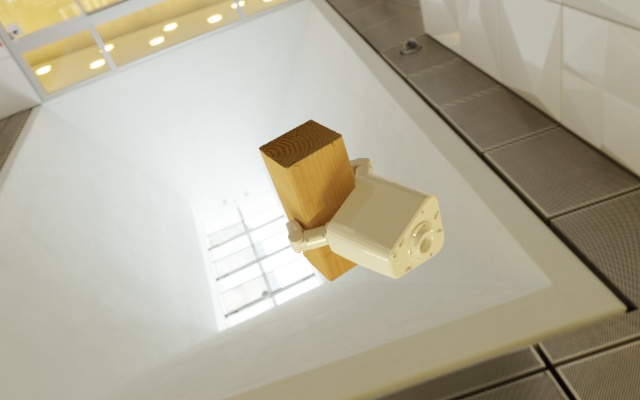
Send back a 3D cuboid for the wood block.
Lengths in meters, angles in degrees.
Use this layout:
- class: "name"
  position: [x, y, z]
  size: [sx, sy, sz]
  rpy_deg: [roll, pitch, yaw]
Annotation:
- class: "wood block"
  position: [0.000, 0.003, 0.687]
  size: [0.091, 0.206, 0.090]
  rpy_deg: [-31, 36, -17]
